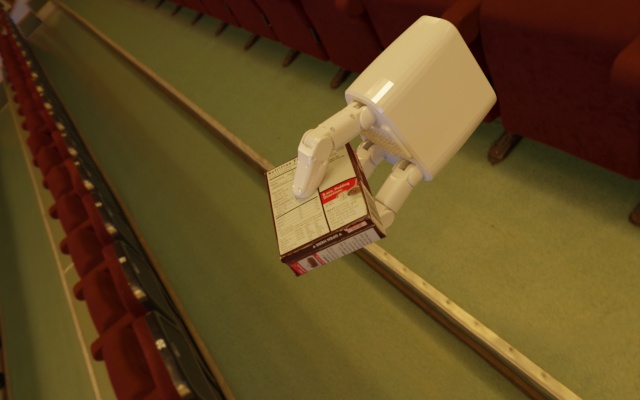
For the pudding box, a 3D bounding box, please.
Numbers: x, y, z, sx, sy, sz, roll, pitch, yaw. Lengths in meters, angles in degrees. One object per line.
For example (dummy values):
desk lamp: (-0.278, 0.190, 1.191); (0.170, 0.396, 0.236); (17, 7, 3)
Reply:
pudding box: (0.000, 0.001, 0.441); (0.090, 0.113, 0.039); (-26, -45, 13)
